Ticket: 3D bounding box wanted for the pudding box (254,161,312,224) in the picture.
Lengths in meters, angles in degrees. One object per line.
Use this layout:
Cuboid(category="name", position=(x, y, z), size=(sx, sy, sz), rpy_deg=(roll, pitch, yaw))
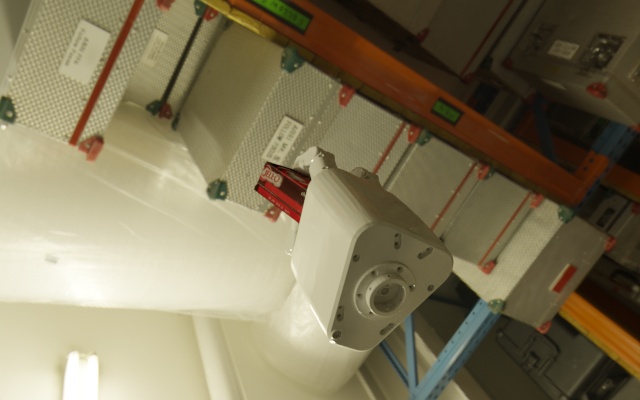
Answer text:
Cuboid(category="pudding box", position=(0.000, 0.002, 0.501), size=(0.090, 0.039, 0.113), rpy_deg=(36, 12, 36))
